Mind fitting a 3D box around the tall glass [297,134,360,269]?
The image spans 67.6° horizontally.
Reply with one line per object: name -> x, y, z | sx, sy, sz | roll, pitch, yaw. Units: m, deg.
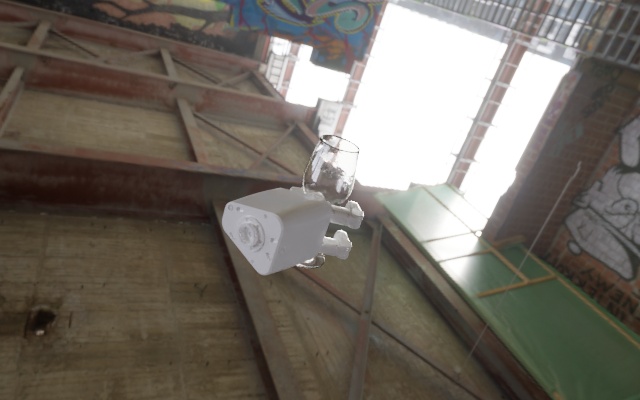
tall glass -> 0.000, 0.003, 0.737 | 0.079, 0.201, 0.079 | 16, 24, -7
